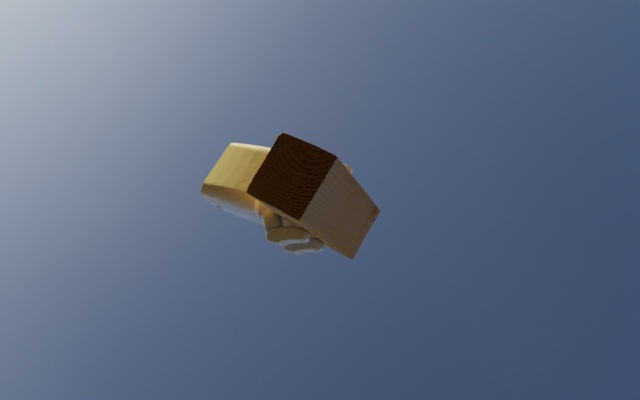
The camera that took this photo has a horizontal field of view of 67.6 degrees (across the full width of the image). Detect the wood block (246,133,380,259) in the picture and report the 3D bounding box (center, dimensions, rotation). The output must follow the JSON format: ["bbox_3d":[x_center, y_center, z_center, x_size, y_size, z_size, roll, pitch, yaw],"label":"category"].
[{"bbox_3d":[0.000,0.002,0.659,0.090,0.091,0.206,26,-7,28],"label":"wood block"}]
